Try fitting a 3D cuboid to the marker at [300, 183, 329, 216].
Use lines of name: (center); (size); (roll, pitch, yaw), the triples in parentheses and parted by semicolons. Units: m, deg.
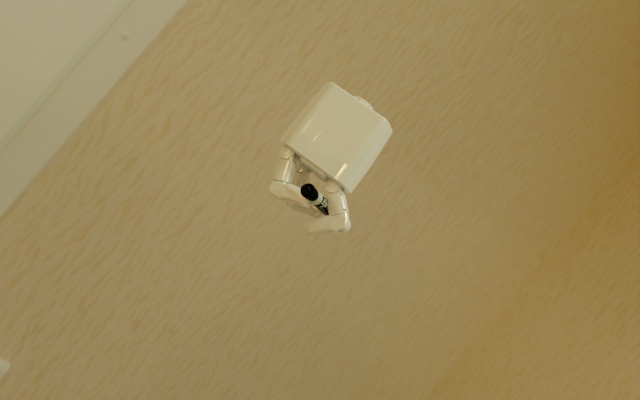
marker: (0.000, 0.002, 0.623); (0.020, 0.020, 0.121); (0, -15, 18)
